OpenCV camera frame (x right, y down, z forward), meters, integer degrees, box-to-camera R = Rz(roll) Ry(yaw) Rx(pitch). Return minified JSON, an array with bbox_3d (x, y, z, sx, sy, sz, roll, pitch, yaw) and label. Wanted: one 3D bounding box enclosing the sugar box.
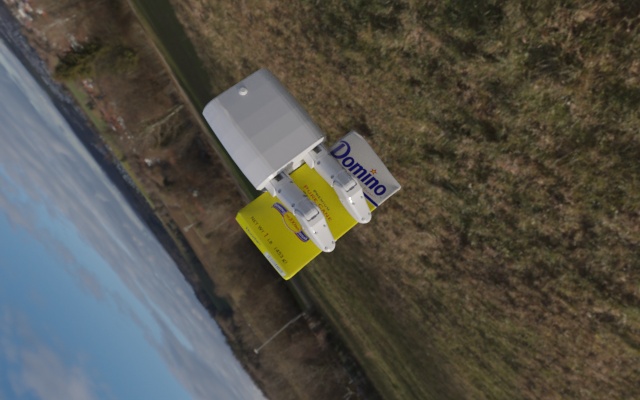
[{"bbox_3d":[0.000,0.002,0.556,0.176,0.093,0.048,-38,-1,-17],"label":"sugar box"}]
